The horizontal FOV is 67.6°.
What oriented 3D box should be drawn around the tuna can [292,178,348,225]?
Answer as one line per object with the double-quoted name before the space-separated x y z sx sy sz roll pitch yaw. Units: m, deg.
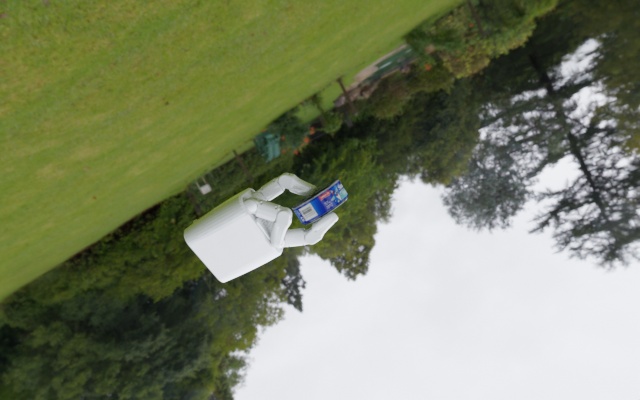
"tuna can" 0.000 0.003 0.740 0.086 0.034 0.086 -32 5 3
